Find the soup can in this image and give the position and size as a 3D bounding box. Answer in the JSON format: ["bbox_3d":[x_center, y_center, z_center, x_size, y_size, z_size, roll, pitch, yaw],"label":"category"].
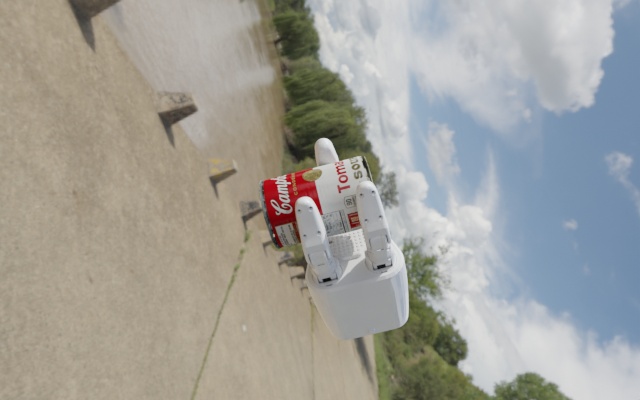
[{"bbox_3d":[0.000,0.001,0.456,0.102,0.068,0.068,-14,-1,3],"label":"soup can"}]
